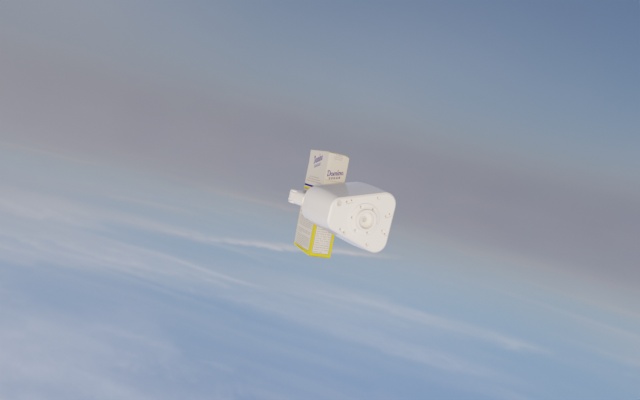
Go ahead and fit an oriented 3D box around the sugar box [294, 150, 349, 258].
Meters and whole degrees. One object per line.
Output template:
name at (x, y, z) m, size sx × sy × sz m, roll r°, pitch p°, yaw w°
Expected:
sugar box at (0.001, 0.003, 0.828) m, size 0.048 × 0.176 × 0.093 m, roll 12°, pitch 4°, yaw -22°
